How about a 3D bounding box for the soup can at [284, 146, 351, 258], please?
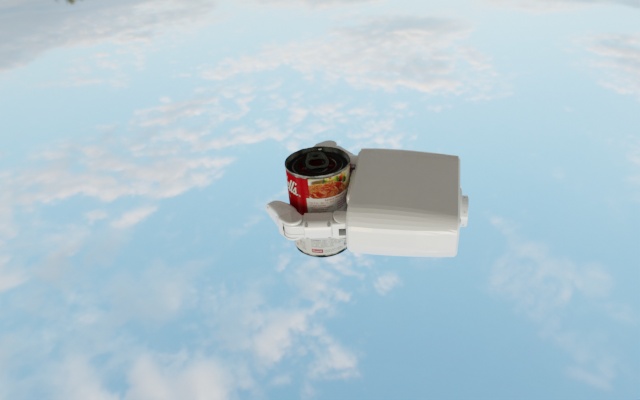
[{"bbox_3d":[0.000,0.002,0.515,0.068,0.102,0.068,-3,32,2],"label":"soup can"}]
